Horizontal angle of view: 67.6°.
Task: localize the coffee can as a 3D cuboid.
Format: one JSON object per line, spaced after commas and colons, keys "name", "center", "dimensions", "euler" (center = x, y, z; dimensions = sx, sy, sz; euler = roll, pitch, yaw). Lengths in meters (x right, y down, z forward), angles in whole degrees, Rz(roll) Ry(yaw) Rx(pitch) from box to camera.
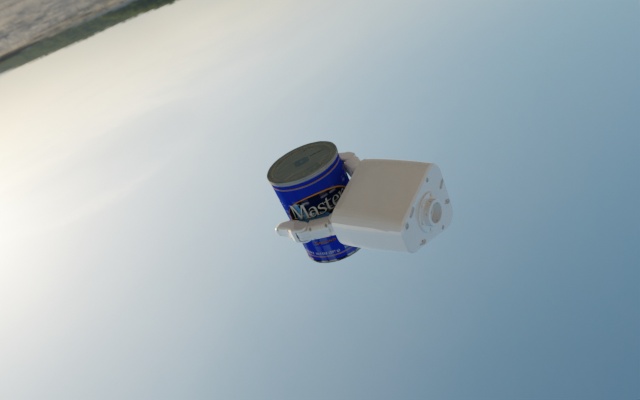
{"name": "coffee can", "center": [0.000, 0.002, 0.674], "dimensions": [0.103, 0.140, 0.102], "euler": [-19, 29, 11]}
